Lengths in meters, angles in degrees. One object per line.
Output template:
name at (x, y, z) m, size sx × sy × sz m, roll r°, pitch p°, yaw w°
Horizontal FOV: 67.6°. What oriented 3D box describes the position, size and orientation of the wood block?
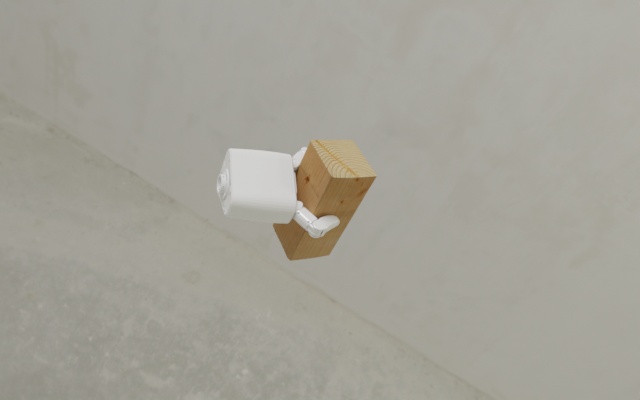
wood block at (0.000, 0.003, 0.827) m, size 0.090 × 0.090 × 0.206 m, roll -4°, pitch -41°, yaw -33°
